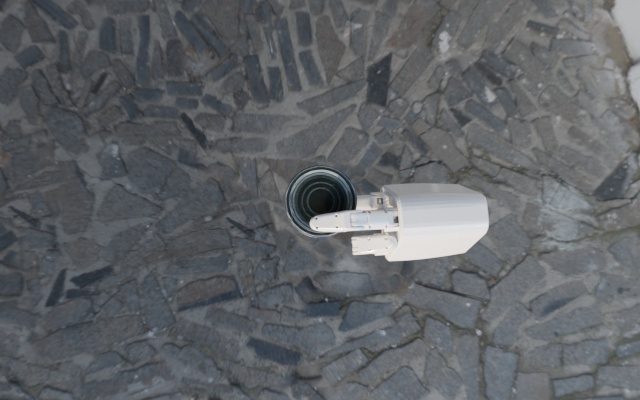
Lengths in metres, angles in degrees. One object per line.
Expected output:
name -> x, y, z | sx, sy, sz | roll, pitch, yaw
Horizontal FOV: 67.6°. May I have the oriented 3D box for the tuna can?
tuna can -> 0.000, 0.002, 0.565 | 0.086, 0.086, 0.034 | 0, -3, -2
